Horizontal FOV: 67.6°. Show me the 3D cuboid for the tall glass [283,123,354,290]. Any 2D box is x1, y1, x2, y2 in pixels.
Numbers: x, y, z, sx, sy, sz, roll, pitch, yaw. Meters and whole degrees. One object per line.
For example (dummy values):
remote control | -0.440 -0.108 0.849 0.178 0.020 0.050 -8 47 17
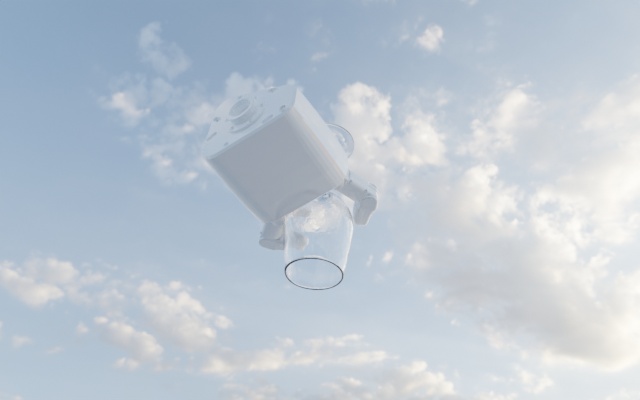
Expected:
tall glass | 0.000 0.001 0.557 0.079 0.200 0.079 3 -41 2
